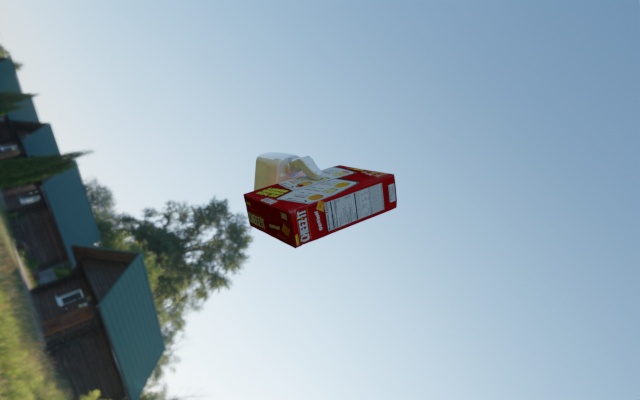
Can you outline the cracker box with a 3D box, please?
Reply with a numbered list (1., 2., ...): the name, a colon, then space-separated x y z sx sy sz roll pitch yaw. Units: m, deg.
1. cracker box: 0.000 0.002 0.830 0.213 0.072 0.164 -20 20 -29
